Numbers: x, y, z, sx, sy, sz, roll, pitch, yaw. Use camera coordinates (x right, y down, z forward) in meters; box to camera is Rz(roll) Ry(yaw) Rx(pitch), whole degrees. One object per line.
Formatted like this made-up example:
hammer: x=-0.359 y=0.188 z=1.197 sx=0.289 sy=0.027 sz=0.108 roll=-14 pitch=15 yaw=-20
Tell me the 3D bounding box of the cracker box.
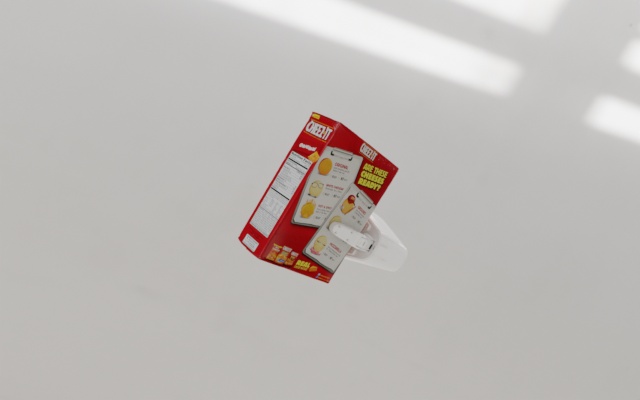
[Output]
cracker box: x=0.000 y=0.003 z=0.706 sx=0.072 sy=0.213 sz=0.164 roll=32 pitch=2 yaw=43
